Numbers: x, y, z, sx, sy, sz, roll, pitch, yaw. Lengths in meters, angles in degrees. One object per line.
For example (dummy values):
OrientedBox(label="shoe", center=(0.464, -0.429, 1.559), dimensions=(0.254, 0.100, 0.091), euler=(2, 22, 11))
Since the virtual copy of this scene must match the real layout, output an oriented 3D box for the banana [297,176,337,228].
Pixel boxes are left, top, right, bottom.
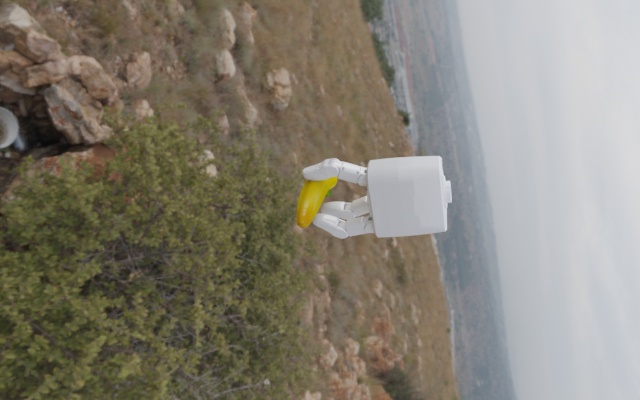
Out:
OrientedBox(label="banana", center=(0.000, -0.016, 0.766), dimensions=(0.037, 0.070, 0.197), euler=(0, 15, 15))
